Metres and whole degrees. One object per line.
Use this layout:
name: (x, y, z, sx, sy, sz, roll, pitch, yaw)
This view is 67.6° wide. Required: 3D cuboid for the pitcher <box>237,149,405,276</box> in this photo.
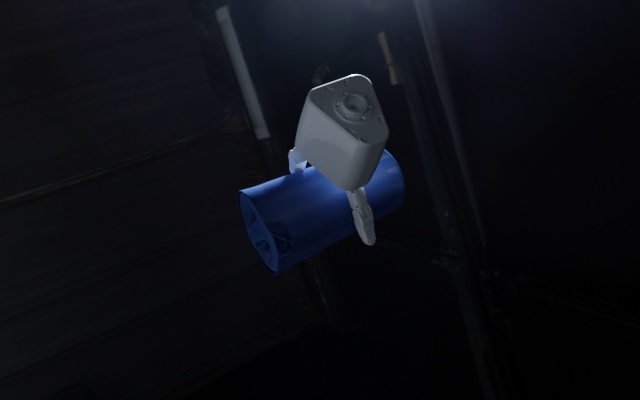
pitcher: (0.000, 0.002, 0.740, 0.243, 0.149, 0.145, -23, -23, -21)
